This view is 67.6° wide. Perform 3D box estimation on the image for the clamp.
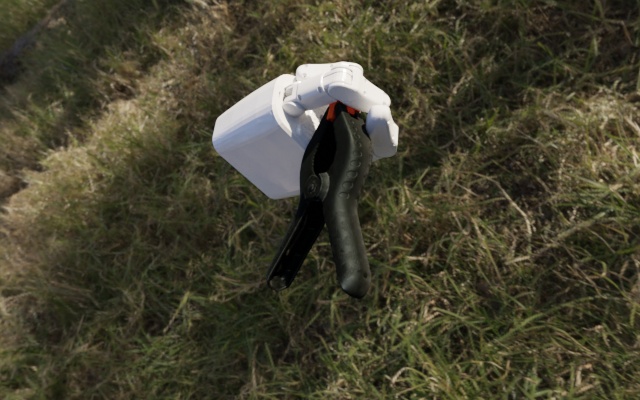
[{"bbox_3d":[0.000,0.001,0.402,0.039,0.171,0.120,27,-30,-38],"label":"clamp"}]
